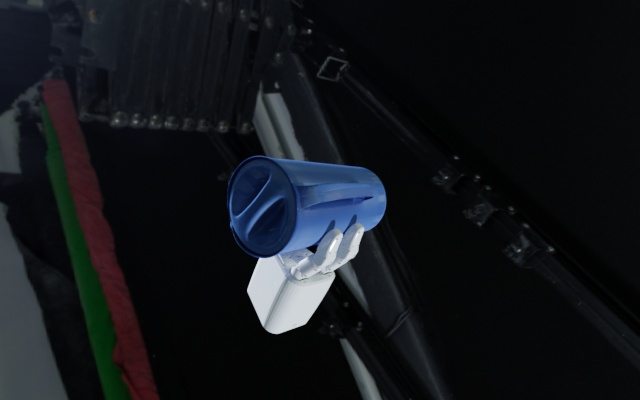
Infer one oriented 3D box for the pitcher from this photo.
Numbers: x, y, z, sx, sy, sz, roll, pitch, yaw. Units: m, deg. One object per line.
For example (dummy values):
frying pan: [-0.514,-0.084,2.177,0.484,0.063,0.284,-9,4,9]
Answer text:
pitcher: [0.000,0.002,0.701,0.149,0.145,0.243,39,26,31]
